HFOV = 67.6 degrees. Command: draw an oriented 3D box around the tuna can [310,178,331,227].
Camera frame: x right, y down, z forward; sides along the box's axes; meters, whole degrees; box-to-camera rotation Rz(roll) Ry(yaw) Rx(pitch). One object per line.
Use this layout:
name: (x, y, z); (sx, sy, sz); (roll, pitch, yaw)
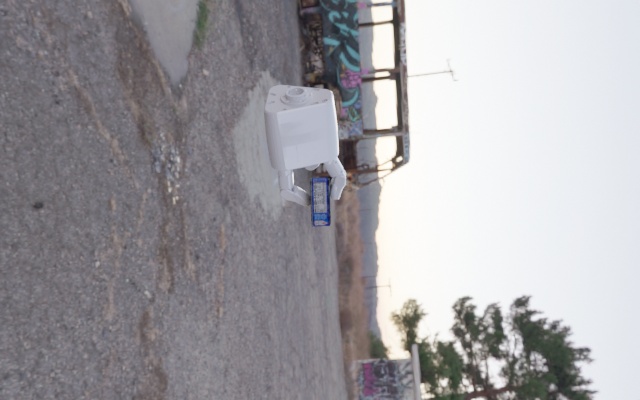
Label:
tuna can: (0.001, 0.003, 0.829); (0.034, 0.086, 0.086); (-2, 0, 0)
